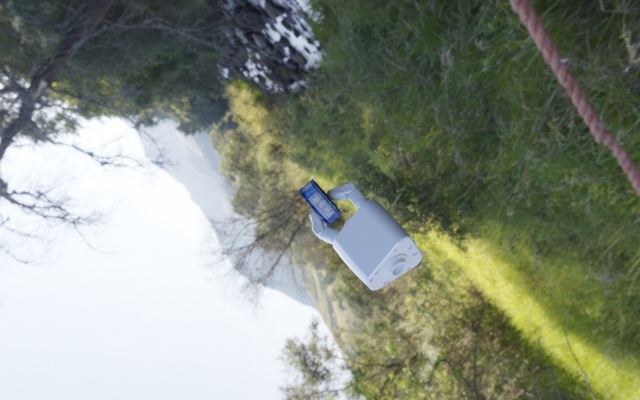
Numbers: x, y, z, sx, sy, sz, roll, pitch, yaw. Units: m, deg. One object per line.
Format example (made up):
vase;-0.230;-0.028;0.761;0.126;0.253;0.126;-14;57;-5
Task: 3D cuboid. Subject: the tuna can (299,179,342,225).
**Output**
tuna can;0.000;0.003;0.881;0.034;0.086;0.086;-41;-3;4
